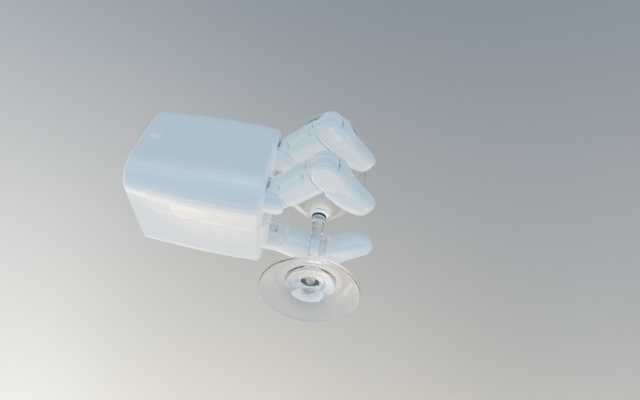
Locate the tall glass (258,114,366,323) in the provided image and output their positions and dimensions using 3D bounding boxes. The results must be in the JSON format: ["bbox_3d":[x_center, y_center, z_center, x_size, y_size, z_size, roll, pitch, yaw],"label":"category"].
[{"bbox_3d":[0.000,0.002,0.417,0.079,0.079,0.200,0,41,7],"label":"tall glass"}]
